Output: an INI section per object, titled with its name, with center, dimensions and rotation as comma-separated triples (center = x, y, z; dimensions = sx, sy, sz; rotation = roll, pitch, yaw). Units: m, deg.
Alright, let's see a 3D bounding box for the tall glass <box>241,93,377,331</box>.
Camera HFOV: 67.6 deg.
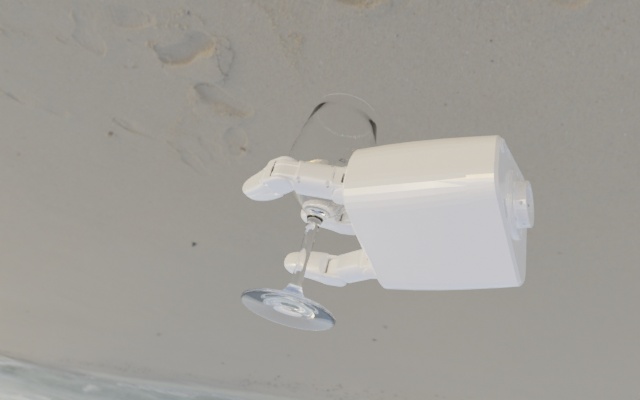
[tall glass]
center = 0.000, 0.002, 0.408
dimensions = 0.079, 0.201, 0.079
rotation = 12, -31, 7
